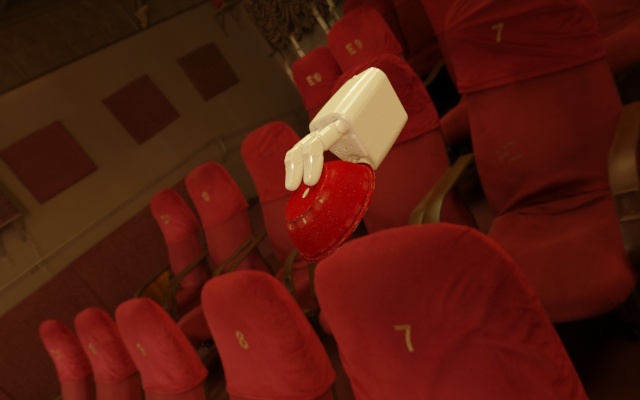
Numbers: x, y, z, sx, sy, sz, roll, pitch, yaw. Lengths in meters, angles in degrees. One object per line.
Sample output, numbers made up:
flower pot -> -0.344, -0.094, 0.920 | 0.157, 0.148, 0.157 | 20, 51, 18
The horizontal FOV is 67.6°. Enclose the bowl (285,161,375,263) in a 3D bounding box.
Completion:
bowl -> -0.001, 0.003, 0.652 | 0.055, 0.162, 0.162 | 33, -14, -23
